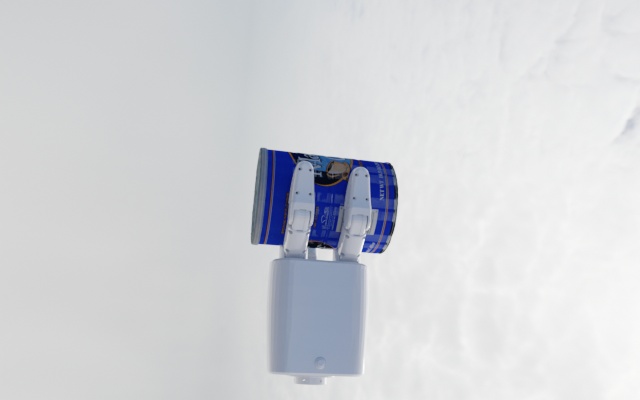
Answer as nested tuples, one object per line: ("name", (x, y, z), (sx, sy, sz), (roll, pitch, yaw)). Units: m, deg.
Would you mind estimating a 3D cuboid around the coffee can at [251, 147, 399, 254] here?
("coffee can", (0.000, 0.002, 0.514), (0.140, 0.103, 0.103), (5, -1, -10))
